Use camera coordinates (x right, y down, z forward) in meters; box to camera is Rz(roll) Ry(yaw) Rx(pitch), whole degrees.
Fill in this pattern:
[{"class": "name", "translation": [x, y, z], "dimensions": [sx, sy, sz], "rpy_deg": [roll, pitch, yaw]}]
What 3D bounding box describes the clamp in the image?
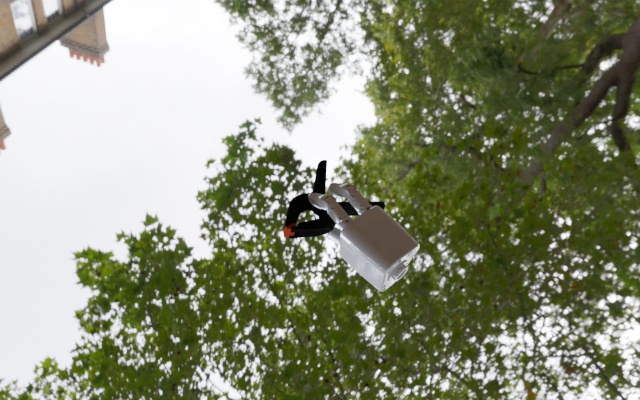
[{"class": "clamp", "translation": [0.000, 0.004, 0.898], "dimensions": [0.210, 0.036, 0.164], "rpy_deg": [-28, 60, -36]}]
